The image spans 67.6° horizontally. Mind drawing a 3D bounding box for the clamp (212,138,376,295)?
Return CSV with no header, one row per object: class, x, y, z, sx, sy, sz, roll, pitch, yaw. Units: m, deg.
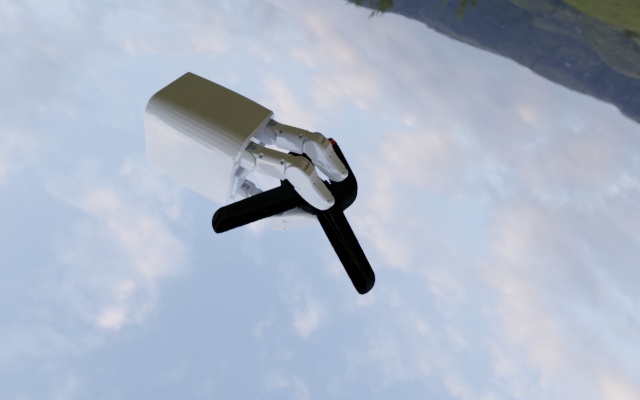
clamp,0.000,0.002,0.516,0.164,0.036,0.210,29,39,-1
